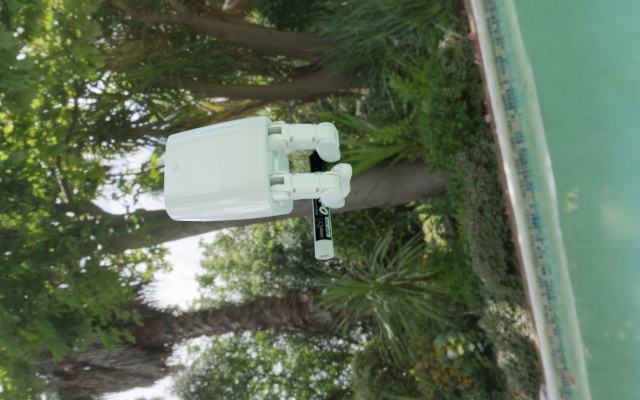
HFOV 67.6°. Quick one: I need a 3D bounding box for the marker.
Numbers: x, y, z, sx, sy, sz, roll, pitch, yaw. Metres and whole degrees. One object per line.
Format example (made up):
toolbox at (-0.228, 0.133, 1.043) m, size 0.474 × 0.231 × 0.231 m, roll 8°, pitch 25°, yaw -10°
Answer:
marker at (0.000, 0.002, 0.506) m, size 0.020 × 0.121 × 0.020 m, roll -4°, pitch -22°, yaw -1°
